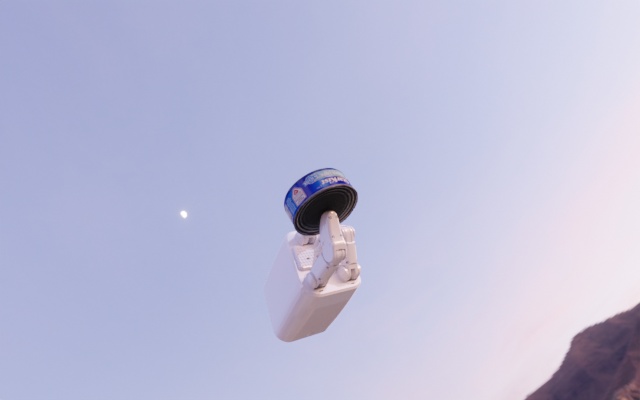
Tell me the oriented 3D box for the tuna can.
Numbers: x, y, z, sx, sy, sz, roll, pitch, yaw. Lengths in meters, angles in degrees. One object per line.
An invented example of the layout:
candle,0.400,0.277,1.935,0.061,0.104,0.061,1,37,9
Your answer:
tuna can,0.000,0.001,0.574,0.086,0.033,0.086,-22,-35,-16
